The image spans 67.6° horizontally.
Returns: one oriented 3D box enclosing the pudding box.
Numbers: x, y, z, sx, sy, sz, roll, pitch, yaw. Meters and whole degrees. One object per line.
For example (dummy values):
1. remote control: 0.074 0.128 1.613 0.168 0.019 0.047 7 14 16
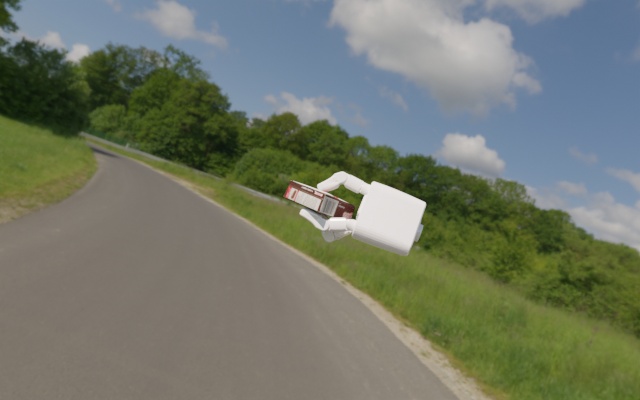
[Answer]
1. pudding box: 0.000 0.003 0.900 0.090 0.039 0.113 21 -2 35
